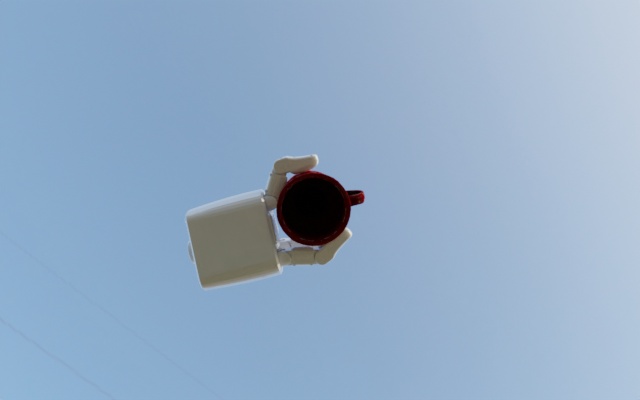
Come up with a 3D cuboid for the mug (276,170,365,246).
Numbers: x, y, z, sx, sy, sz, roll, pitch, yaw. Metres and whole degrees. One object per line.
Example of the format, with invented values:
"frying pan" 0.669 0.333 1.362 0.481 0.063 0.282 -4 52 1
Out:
"mug" 0.001 0.002 0.630 0.117 0.093 0.081 -13 11 -3
